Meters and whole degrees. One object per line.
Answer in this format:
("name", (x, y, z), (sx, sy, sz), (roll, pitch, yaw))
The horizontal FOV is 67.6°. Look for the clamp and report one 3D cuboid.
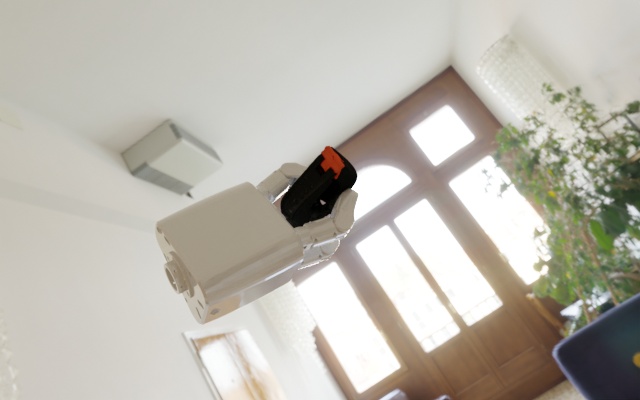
("clamp", (0.000, 0.001, 0.552), (0.164, 0.036, 0.210), (-27, -18, -30))
